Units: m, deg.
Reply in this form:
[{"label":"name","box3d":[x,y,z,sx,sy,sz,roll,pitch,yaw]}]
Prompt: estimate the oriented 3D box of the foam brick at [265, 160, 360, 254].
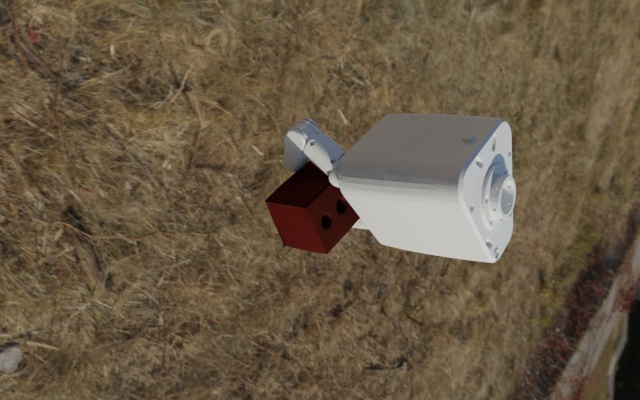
[{"label":"foam brick","box3d":[0.000,0.002,0.427,0.051,0.053,0.078,10,44,41]}]
